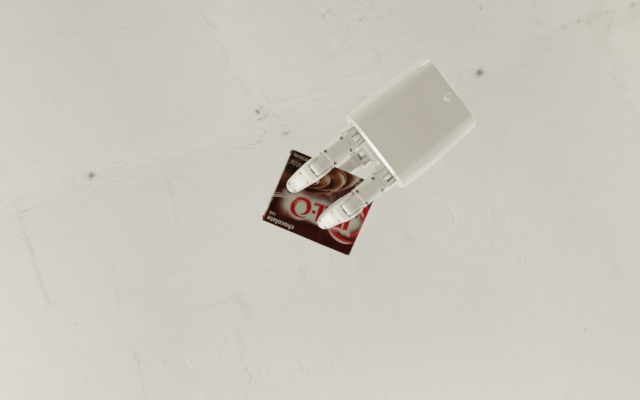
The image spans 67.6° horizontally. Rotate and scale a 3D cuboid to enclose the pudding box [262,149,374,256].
[{"bbox_3d":[0.000,0.002,0.563,0.113,0.090,0.039,23,4,-5],"label":"pudding box"}]
